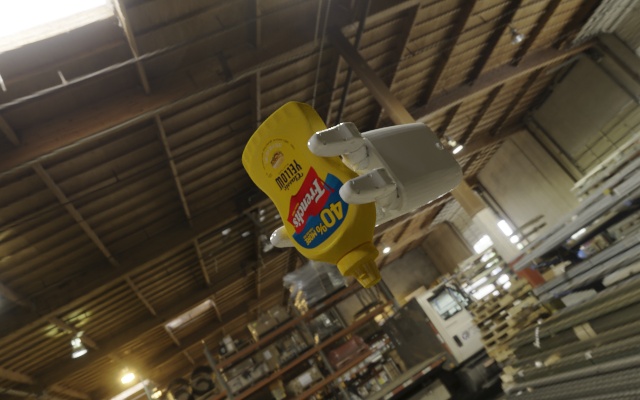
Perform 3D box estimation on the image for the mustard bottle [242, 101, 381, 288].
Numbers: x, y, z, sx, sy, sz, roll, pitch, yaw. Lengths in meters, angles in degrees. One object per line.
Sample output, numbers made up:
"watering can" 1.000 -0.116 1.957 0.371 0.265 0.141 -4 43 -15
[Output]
"mustard bottle" 0.000 0.001 0.473 0.096 0.191 0.058 -43 -21 26
